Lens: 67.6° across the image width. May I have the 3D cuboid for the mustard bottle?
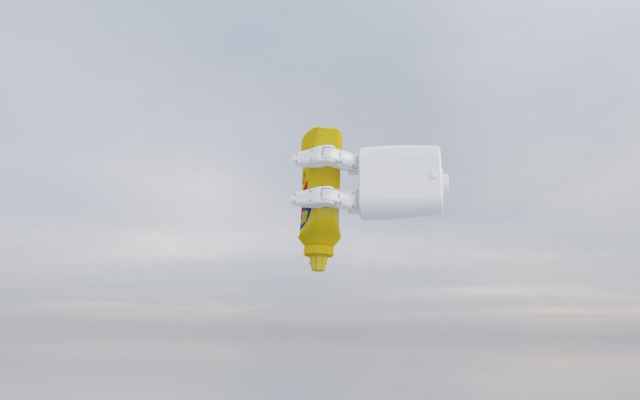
[{"bbox_3d":[0.000,0.002,0.663,0.058,0.191,0.096,4,-16,-11],"label":"mustard bottle"}]
